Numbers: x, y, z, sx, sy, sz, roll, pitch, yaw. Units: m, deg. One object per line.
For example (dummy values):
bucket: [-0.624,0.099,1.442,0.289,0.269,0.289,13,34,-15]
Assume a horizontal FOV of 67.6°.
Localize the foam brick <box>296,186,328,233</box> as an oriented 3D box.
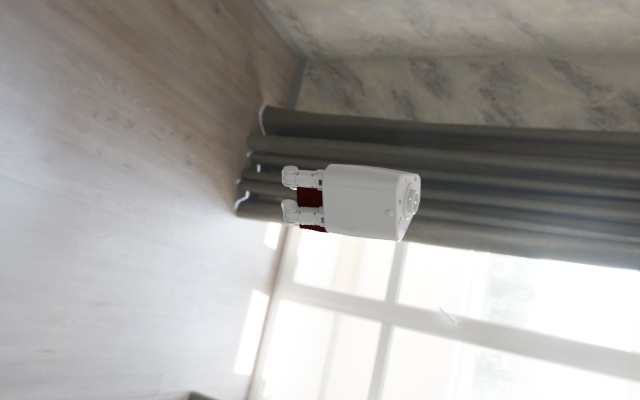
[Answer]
foam brick: [0.000,0.003,0.708,0.051,0.078,0.053,9,24,27]
